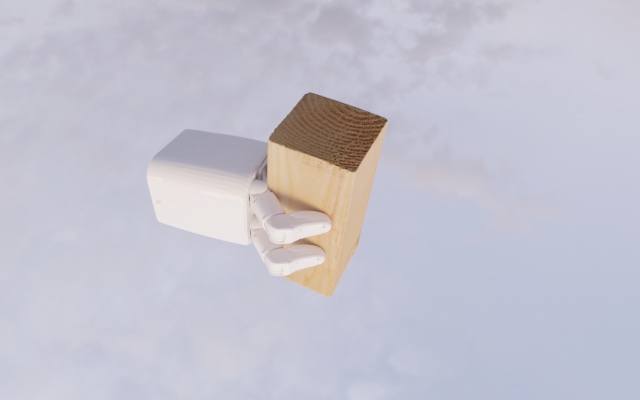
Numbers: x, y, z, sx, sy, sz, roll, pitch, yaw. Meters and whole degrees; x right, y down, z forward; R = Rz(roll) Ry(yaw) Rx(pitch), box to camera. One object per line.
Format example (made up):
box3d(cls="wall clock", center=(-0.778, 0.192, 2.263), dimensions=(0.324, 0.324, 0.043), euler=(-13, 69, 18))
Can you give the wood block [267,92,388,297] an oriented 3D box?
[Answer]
box3d(cls="wood block", center=(0.000, 0.001, 0.522), dimensions=(0.090, 0.206, 0.090), euler=(22, 49, 12))
